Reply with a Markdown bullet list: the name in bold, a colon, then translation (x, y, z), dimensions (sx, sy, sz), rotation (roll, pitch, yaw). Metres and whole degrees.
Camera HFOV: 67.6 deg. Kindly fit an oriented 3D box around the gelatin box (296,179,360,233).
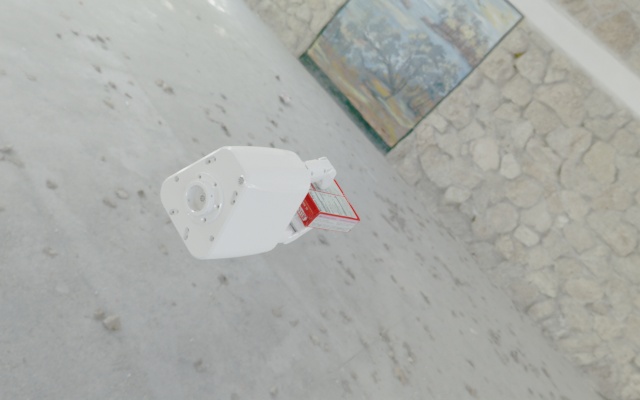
- **gelatin box**: translation (0.001, 0.002, 0.604), dimensions (0.089, 0.073, 0.030), rotation (10, -50, -50)
